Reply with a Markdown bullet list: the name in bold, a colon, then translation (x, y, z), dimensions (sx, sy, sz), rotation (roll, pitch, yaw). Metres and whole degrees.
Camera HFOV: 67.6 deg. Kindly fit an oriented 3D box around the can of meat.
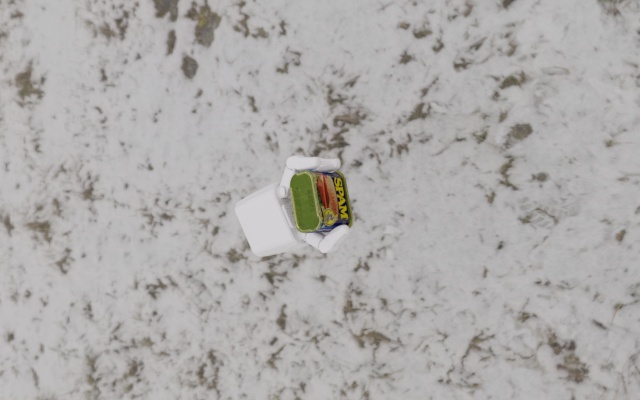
- **can of meat**: translation (0.000, 0.003, 0.765), dimensions (0.057, 0.102, 0.084), rotation (-17, -11, 38)
